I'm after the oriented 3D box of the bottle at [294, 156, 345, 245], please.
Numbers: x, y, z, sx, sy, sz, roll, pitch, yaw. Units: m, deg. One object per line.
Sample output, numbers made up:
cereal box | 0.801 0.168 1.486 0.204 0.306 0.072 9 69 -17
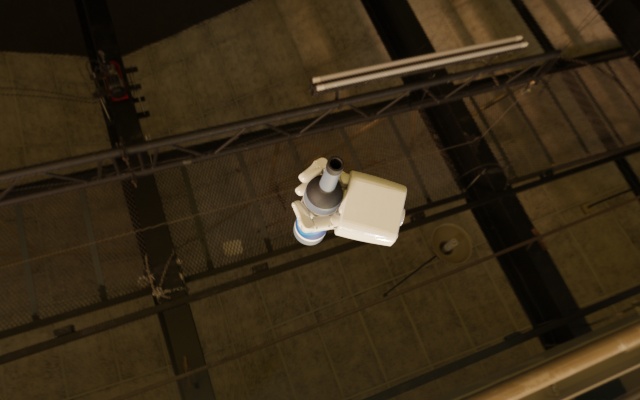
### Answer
bottle | 0.000 0.003 0.864 0.069 0.069 0.296 0 -24 -10
